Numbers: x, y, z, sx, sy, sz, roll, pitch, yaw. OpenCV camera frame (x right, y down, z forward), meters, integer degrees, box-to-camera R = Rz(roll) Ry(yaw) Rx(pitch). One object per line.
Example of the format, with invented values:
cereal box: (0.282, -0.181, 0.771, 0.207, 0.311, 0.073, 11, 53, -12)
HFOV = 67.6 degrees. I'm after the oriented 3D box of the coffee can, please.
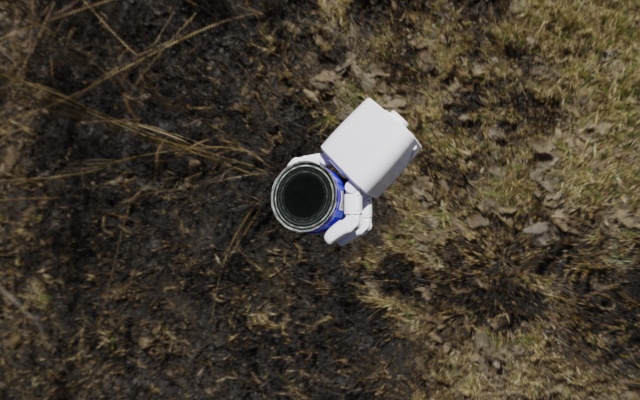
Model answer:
coffee can: (0.000, 0.003, 0.737, 0.103, 0.103, 0.140, 0, -7, 21)
